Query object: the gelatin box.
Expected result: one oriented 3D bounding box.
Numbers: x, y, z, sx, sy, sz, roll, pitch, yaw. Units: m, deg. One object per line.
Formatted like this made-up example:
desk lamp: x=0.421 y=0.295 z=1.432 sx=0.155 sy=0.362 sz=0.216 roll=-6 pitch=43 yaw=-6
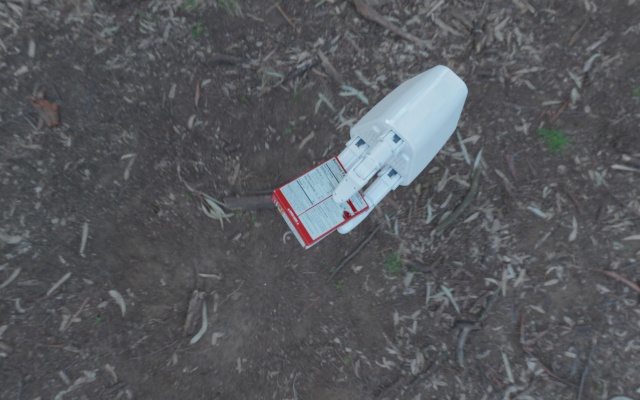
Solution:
gelatin box: x=0.000 y=0.002 z=0.545 sx=0.089 sy=0.073 sz=0.030 roll=-31 pitch=-7 yaw=-19
